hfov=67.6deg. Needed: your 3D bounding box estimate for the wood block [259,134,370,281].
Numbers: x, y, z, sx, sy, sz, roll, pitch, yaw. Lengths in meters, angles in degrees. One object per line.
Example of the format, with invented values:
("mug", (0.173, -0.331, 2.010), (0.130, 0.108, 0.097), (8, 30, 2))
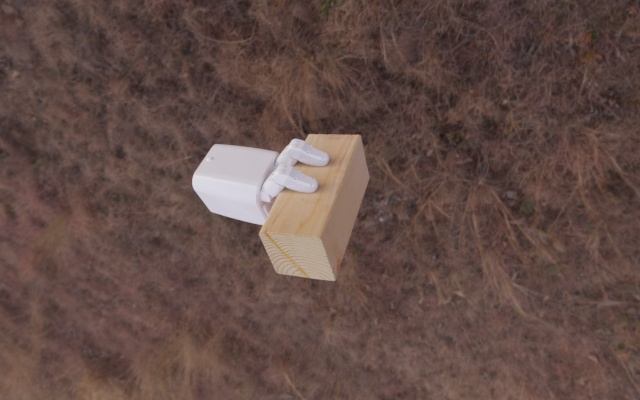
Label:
("wood block", (0.000, 0.003, 0.691), (0.090, 0.206, 0.091), (4, -44, 21))
